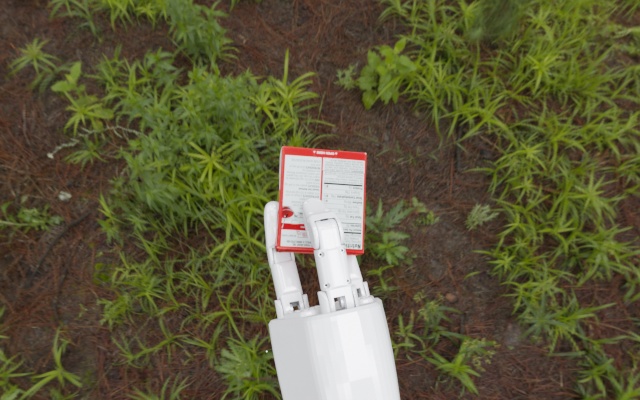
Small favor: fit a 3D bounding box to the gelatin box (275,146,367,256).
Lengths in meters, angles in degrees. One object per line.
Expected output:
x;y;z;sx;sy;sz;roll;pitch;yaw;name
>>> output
0.000;0.001;0.408;0.073;0.089;0.030;3;-7;-8;gelatin box
